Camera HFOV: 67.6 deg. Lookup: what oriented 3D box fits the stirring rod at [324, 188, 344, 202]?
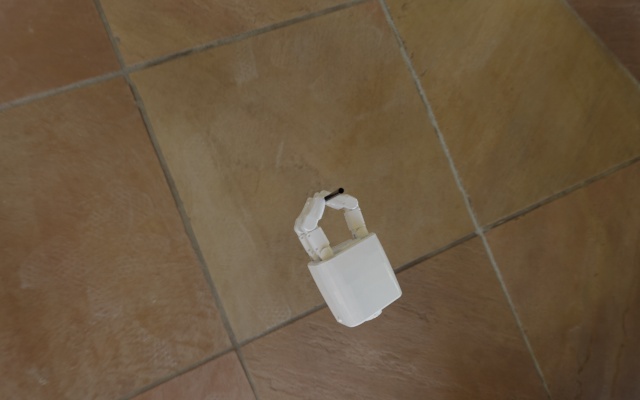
[{"bbox_3d":[0.000,0.003,0.743,0.011,0.011,0.239,0,-7,-13],"label":"stirring rod"}]
